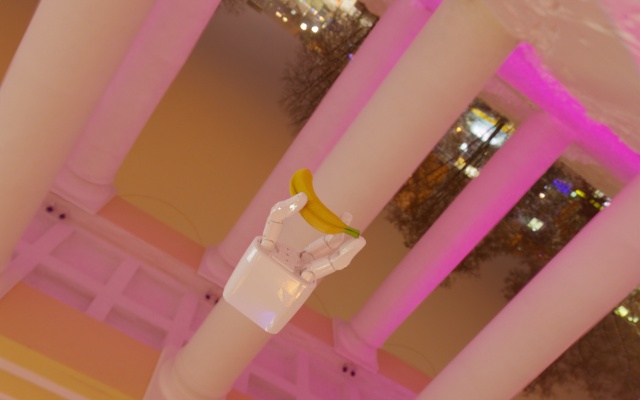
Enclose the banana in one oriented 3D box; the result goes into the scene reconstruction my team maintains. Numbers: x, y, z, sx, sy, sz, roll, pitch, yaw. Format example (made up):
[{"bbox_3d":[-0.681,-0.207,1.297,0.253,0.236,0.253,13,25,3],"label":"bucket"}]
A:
[{"bbox_3d":[-0.013,-0.001,0.741,0.070,0.037,0.197,19,23,-36],"label":"banana"}]
